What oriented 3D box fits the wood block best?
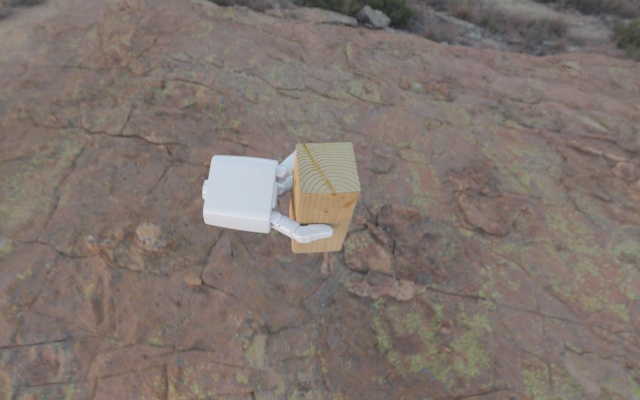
[{"bbox_3d":[0.000,0.003,0.792,0.090,0.090,0.206,-2,-30,-8],"label":"wood block"}]
